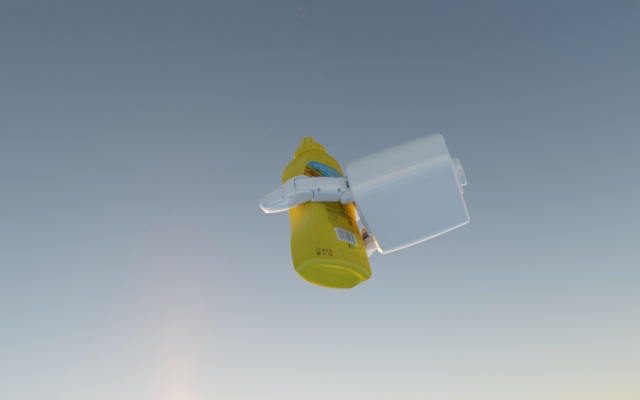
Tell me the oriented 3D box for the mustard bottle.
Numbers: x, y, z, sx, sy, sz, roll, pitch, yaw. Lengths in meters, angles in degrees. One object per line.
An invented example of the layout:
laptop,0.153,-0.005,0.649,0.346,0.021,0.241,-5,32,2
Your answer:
mustard bottle,0.000,0.002,0.550,0.096,0.191,0.058,23,-46,-40
